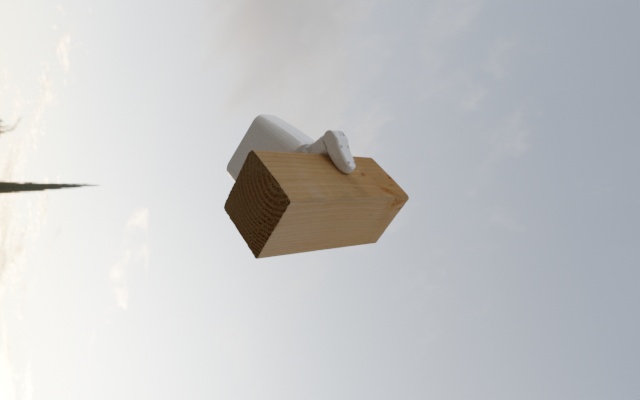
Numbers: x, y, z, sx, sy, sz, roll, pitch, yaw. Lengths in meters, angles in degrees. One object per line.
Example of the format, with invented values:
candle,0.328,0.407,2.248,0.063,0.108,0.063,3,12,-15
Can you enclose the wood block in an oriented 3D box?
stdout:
wood block,0.000,0.001,0.596,0.206,0.091,0.090,-2,44,-44
